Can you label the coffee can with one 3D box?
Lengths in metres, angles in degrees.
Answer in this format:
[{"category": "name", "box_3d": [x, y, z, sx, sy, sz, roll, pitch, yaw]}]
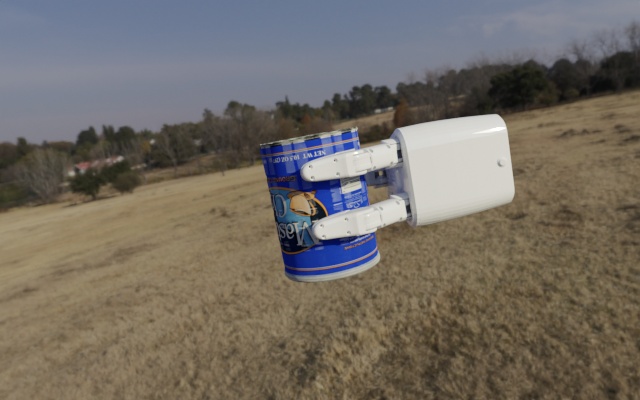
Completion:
[{"category": "coffee can", "box_3d": [0.000, 0.002, 0.499, 0.103, 0.140, 0.103, -10, 9, 2]}]
